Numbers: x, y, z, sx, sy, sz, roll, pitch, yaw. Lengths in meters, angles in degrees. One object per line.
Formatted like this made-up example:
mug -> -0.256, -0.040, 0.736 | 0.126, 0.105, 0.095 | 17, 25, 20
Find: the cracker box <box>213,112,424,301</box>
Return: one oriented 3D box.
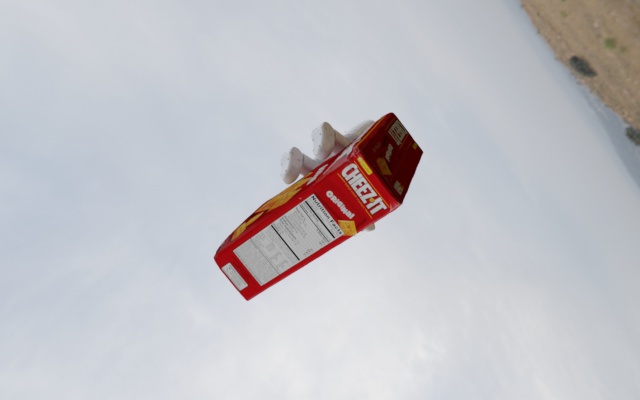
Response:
cracker box -> 0.000, 0.002, 0.534 | 0.214, 0.072, 0.164 | -35, 8, 28
